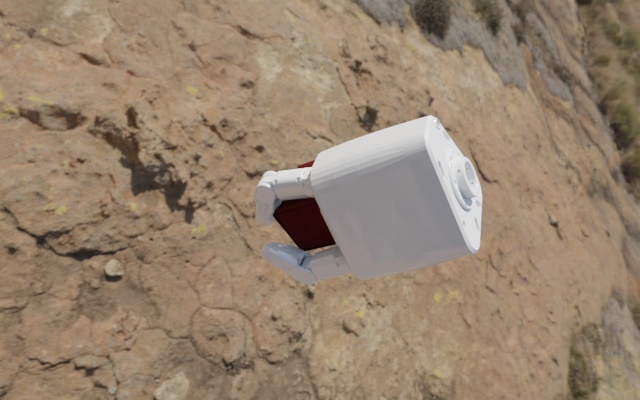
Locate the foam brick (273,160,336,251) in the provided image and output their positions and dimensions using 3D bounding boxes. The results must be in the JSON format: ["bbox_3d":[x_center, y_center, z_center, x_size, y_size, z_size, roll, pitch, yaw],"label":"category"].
[{"bbox_3d":[0.000,0.001,0.459,0.051,0.053,0.078,-17,33,33],"label":"foam brick"}]
